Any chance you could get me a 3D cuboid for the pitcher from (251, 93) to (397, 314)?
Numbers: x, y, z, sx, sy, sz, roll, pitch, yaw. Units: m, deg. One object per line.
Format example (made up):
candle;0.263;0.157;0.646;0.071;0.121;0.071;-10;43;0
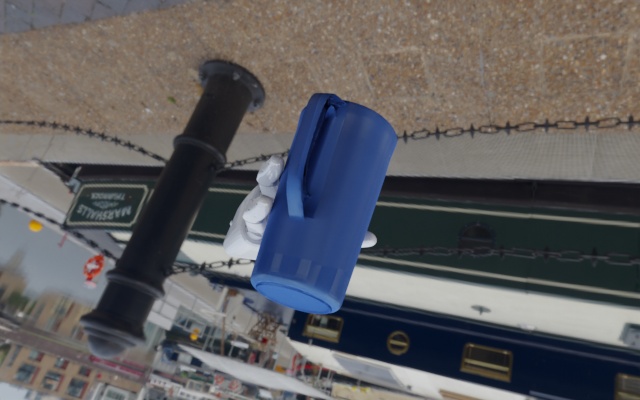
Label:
pitcher;0.000;0.002;0.577;0.149;0.242;0.145;28;-27;-20
